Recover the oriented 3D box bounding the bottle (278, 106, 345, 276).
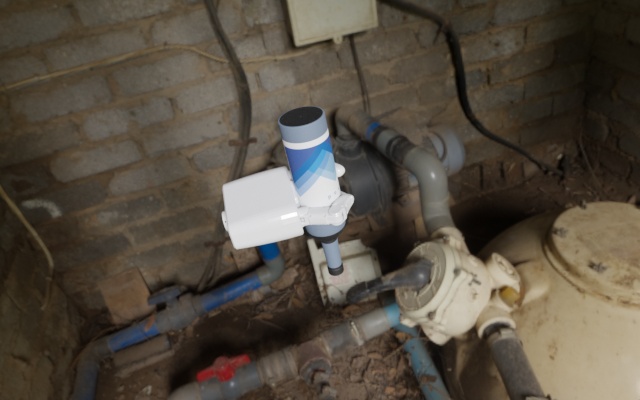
[{"bbox_3d":[0.000,0.002,0.743,0.069,0.296,0.069,-9,34,6],"label":"bottle"}]
